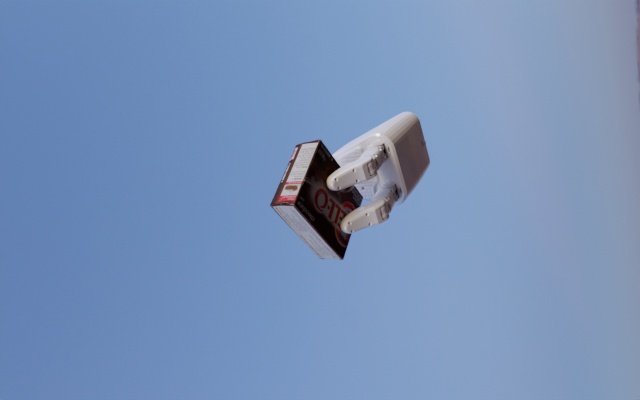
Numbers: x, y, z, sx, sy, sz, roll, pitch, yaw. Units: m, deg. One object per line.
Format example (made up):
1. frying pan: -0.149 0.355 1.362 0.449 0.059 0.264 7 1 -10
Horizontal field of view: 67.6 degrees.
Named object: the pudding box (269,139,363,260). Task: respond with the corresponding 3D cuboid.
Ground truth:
1. pudding box: 0.000 0.002 0.543 0.039 0.090 0.113 -6 -39 36
